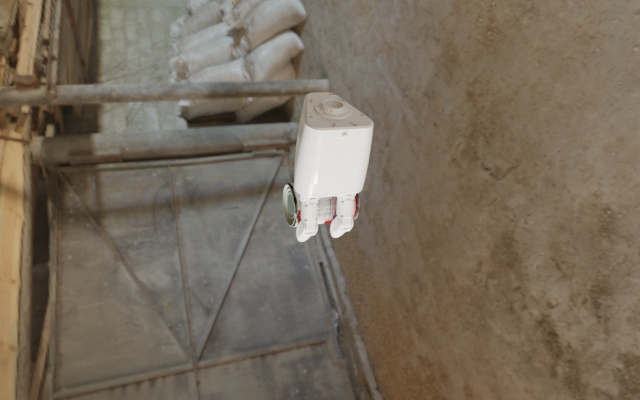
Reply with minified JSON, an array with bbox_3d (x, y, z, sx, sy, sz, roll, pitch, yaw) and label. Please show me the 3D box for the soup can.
[{"bbox_3d":[0.000,0.003,0.730,0.102,0.068,0.068,-6,2,-19],"label":"soup can"}]
